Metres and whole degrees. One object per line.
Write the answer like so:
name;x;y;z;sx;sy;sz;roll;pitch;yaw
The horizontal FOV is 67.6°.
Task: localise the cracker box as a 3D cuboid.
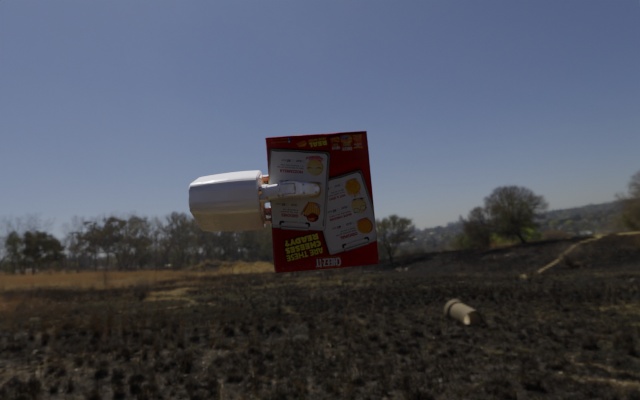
cracker box;0.000;0.002;0.772;0.164;0.213;0.072;-5;-6;-3
